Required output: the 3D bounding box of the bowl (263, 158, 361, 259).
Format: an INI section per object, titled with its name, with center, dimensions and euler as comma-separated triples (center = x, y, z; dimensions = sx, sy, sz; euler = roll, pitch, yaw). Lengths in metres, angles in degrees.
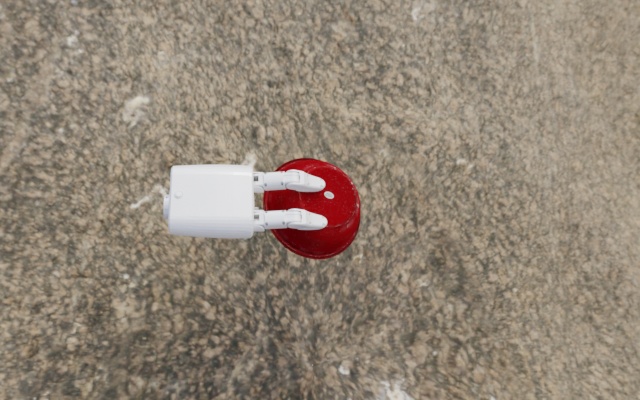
[bowl]
center = 0.001, 0.002, 0.703
dimensions = 0.162, 0.162, 0.055
euler = 0, -18, -26
